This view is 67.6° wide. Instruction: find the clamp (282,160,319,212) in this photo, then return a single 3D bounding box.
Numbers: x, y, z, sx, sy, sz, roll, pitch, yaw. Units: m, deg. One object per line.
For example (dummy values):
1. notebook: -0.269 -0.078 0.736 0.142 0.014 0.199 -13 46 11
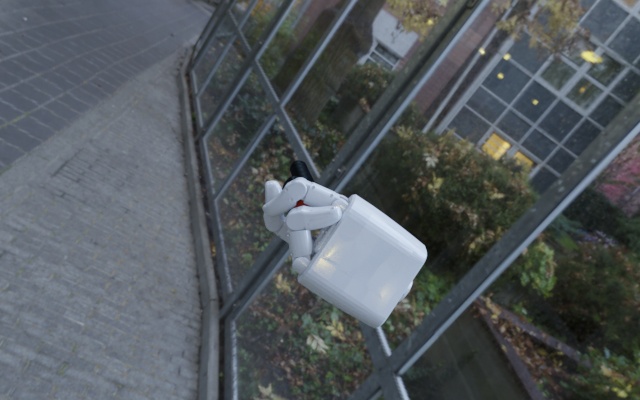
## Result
1. clamp: 0.000 0.002 0.629 0.120 0.039 0.171 33 17 -4
